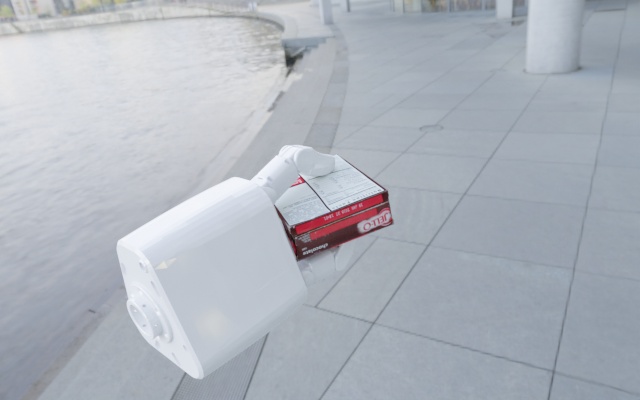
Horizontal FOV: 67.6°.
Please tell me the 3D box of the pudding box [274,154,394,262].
[{"bbox_3d":[0.000,0.001,0.431,0.090,0.039,0.113,-19,29,-13],"label":"pudding box"}]
